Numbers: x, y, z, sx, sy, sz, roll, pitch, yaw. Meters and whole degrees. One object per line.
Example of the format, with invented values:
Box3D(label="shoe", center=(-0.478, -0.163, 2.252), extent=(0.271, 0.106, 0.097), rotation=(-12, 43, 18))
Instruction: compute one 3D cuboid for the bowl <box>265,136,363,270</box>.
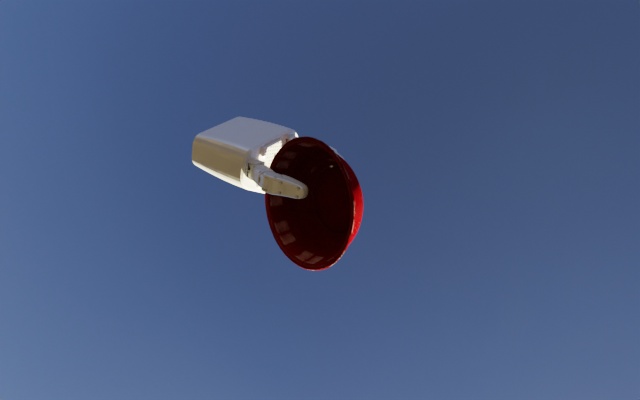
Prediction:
Box3D(label="bowl", center=(0.001, 0.003, 0.590), extent=(0.055, 0.162, 0.162), rotation=(-8, 5, -42))
